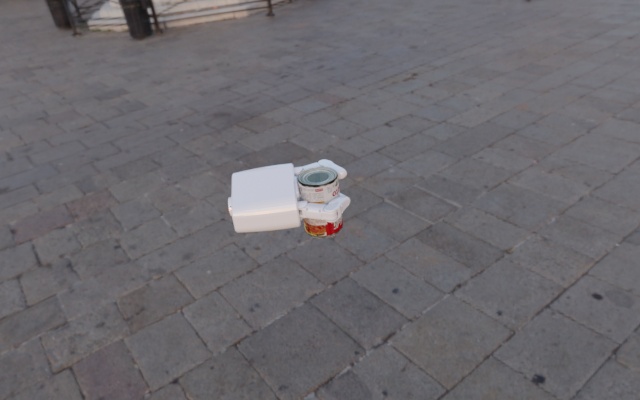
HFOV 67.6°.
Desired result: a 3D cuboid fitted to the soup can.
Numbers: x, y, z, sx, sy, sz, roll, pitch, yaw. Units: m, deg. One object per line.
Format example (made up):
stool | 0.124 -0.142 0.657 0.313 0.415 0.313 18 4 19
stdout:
soup can | 0.001 0.002 0.801 0.068 0.102 0.068 -5 30 3
